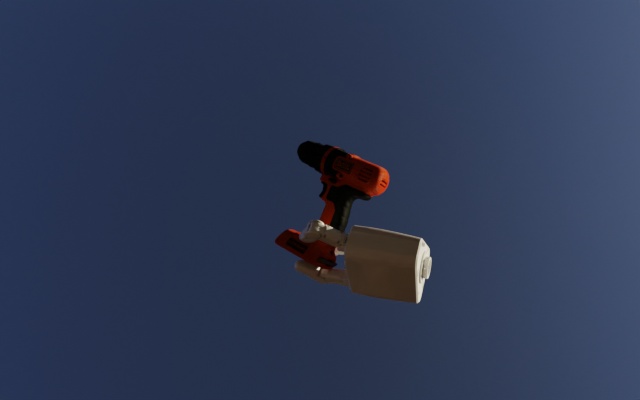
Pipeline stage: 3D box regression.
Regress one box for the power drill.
[{"bbox_3d":[0.000,0.003,0.775,0.184,0.187,0.057,26,1,39],"label":"power drill"}]
